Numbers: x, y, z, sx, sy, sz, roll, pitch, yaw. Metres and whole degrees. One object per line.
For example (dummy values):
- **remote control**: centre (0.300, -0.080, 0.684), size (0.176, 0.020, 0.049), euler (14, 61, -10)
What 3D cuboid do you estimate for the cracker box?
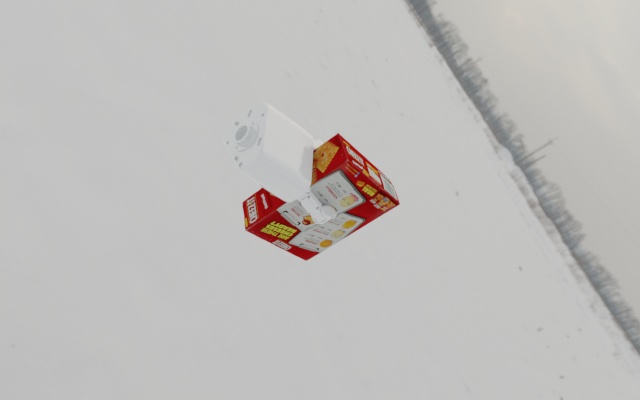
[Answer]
- **cracker box**: centre (0.000, 0.003, 0.814), size (0.214, 0.072, 0.164), euler (-33, -42, 22)
